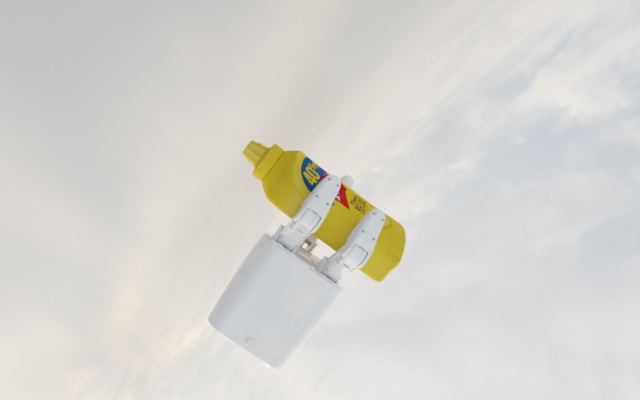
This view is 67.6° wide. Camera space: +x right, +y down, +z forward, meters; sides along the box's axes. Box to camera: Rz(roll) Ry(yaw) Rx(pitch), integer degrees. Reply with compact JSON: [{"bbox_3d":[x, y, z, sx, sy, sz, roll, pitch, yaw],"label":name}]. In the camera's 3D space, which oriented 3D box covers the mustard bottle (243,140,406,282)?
[{"bbox_3d":[0.000,0.002,0.504,0.191,0.058,0.096,36,24,-8],"label":"mustard bottle"}]
